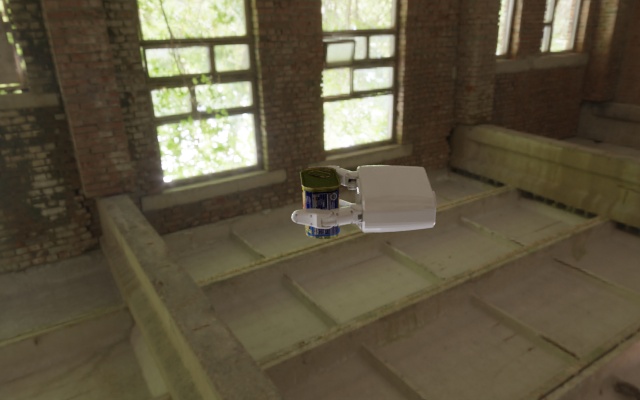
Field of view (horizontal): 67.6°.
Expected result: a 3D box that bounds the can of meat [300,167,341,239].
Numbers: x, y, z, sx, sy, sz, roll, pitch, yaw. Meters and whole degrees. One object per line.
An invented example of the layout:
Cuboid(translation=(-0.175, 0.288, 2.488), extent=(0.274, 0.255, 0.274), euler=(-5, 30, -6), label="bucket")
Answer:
Cuboid(translation=(0.000, 0.003, 0.739), extent=(0.057, 0.084, 0.102), euler=(-4, 21, -4), label="can of meat")
